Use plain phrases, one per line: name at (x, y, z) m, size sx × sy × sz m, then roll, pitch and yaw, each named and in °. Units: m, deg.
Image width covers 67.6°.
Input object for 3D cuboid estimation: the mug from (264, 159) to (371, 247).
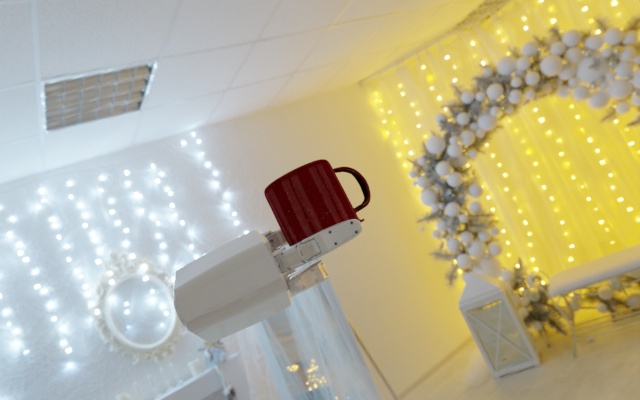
mug at (0.001, 0.001, 0.532) m, size 0.117 × 0.081 × 0.093 m, roll -26°, pitch -4°, yaw -11°
